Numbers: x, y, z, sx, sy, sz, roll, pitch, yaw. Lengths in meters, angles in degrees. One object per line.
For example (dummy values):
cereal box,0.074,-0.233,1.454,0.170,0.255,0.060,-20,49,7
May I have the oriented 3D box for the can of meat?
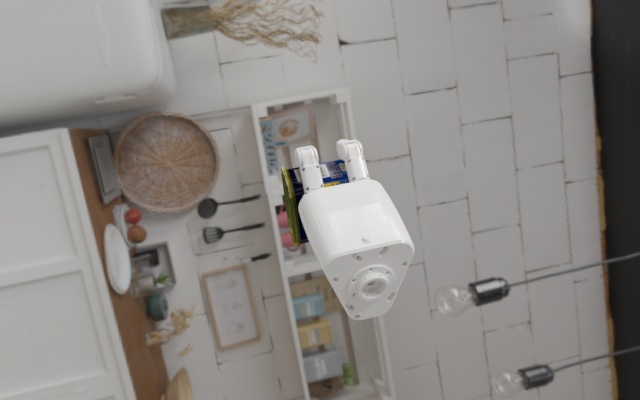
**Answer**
can of meat,0.000,0.002,0.596,0.084,0.102,0.057,-11,35,-9
